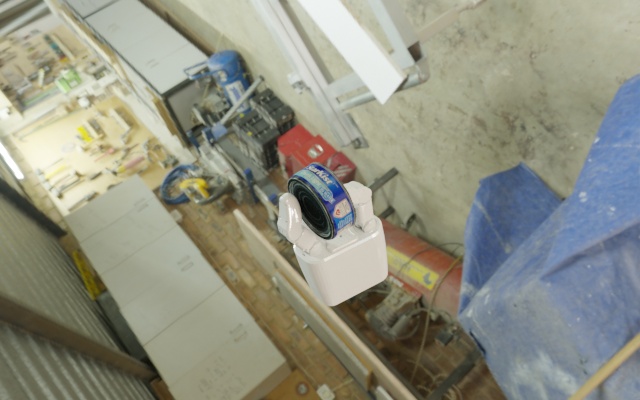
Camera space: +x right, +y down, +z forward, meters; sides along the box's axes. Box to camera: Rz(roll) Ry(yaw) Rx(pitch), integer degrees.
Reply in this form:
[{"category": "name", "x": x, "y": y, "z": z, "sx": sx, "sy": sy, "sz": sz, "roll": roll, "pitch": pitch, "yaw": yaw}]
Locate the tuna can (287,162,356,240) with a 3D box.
[{"category": "tuna can", "x": 0.000, "y": 0.002, "z": 0.540, "sx": 0.033, "sy": 0.086, "sz": 0.086, "roll": -34, "pitch": 14, "yaw": -21}]
